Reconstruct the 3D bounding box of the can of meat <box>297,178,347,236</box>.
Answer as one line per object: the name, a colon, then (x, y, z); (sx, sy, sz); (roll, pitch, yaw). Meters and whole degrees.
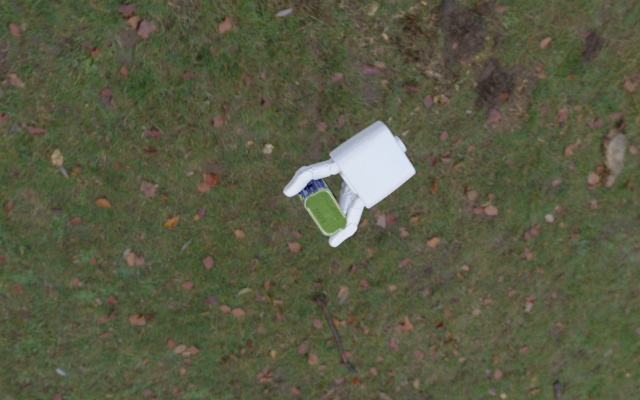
can of meat: (0.000, 0.003, 0.852); (0.057, 0.102, 0.084); (-33, 32, 2)
